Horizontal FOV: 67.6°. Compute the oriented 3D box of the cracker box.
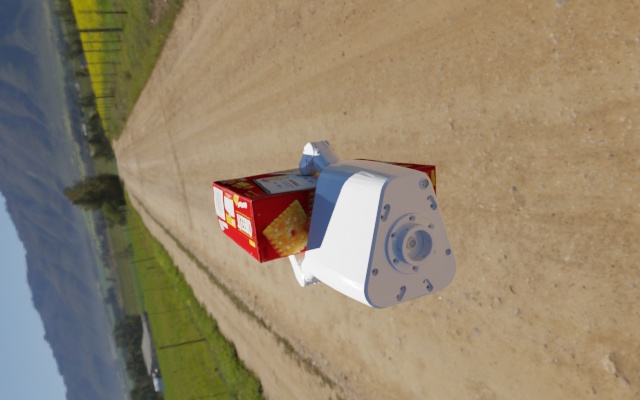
[{"bbox_3d":[0.000,0.002,0.555,0.213,0.072,0.164,-11,12,-24],"label":"cracker box"}]
